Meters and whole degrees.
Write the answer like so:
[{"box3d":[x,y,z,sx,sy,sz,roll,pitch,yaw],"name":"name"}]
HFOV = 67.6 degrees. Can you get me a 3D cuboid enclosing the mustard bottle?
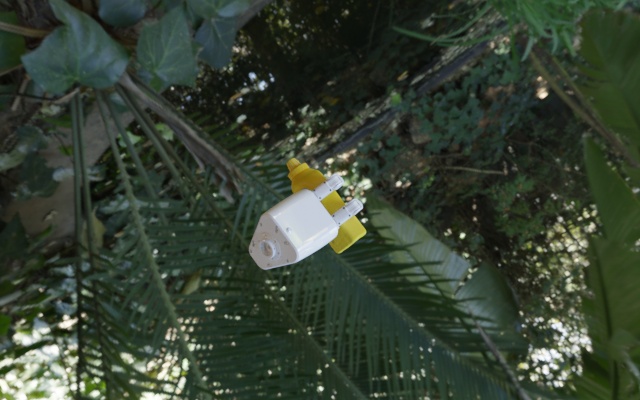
[{"box3d":[0.001,0.003,0.874,0.058,0.191,0.096,-35,-6,-22],"name":"mustard bottle"}]
